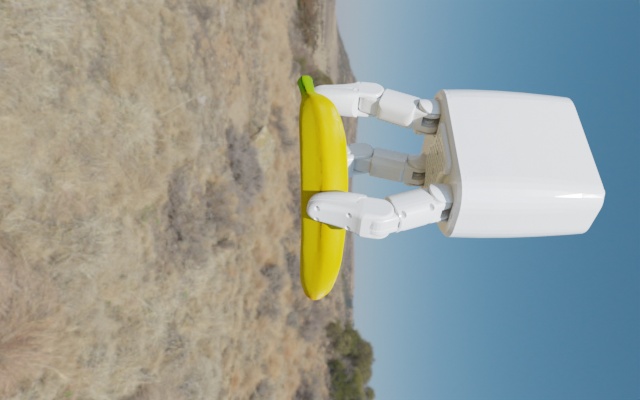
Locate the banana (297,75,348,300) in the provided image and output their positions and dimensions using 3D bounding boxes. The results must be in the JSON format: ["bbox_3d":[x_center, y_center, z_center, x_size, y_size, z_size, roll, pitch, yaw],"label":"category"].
[{"bbox_3d":[0.001,0.004,0.383,0.037,0.198,0.069,-1,18,-4],"label":"banana"}]
